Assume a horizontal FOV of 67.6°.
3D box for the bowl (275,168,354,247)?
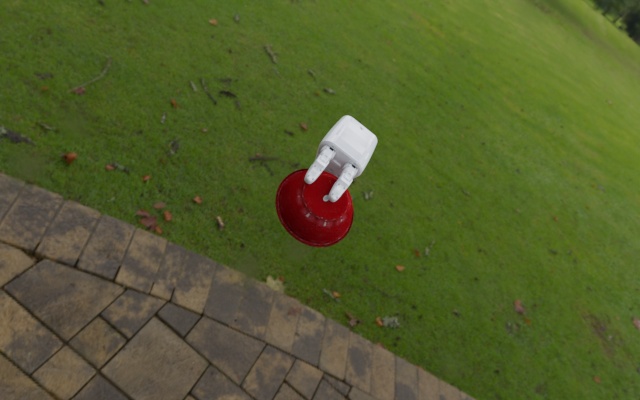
[{"bbox_3d":[0.000,0.004,0.891,0.162,0.162,0.055,0,-21,-24],"label":"bowl"}]
